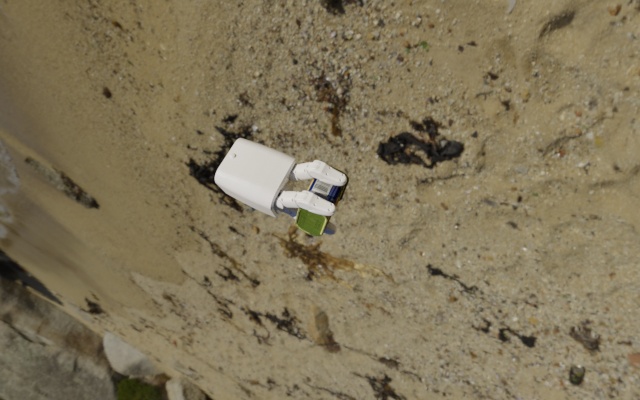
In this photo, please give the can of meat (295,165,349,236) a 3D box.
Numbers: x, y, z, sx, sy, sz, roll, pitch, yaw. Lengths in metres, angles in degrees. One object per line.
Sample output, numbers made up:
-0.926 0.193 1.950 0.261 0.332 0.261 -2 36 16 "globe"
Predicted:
0.000 0.003 0.790 0.057 0.084 0.102 25 -27 4 "can of meat"
